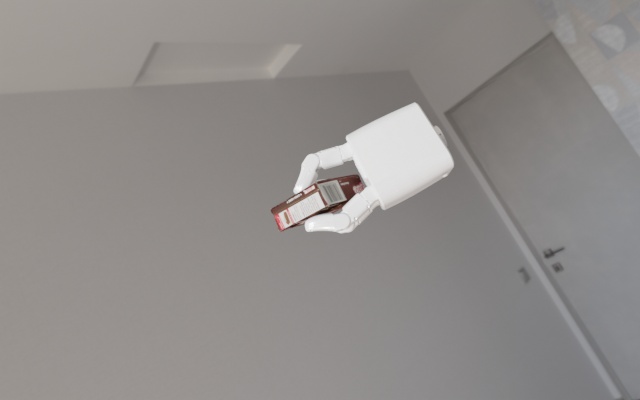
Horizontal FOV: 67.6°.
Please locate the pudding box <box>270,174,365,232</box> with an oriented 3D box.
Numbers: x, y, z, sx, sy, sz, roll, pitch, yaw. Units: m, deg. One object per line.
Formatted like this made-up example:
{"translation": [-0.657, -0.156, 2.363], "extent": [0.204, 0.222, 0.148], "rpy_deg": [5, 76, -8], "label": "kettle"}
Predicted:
{"translation": [0.000, 0.002, 0.661], "extent": [0.090, 0.039, 0.113], "rpy_deg": [-30, -11, 33], "label": "pudding box"}
